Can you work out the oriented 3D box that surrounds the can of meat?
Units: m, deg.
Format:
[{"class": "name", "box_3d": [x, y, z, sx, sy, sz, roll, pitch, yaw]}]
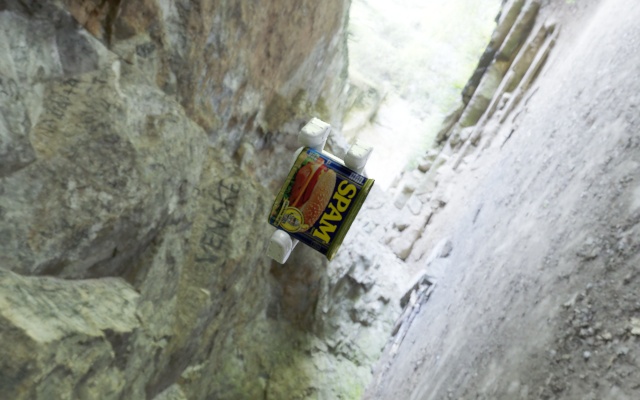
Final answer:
[{"class": "can of meat", "box_3d": [0.000, 0.002, 0.530, 0.084, 0.102, 0.057, 29, 5, 8]}]
